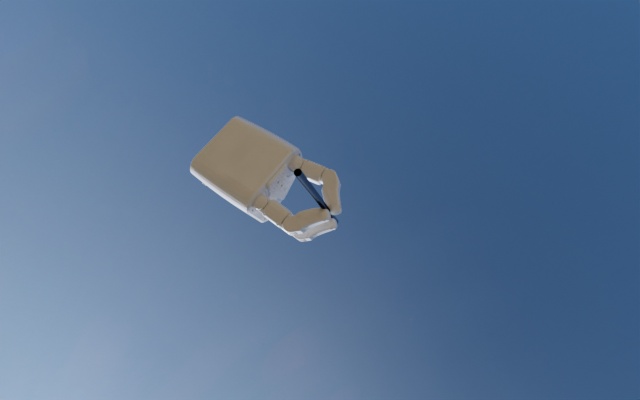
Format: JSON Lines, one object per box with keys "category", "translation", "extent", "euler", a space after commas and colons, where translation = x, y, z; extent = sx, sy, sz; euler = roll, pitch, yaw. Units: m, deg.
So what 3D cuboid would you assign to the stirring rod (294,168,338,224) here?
{"category": "stirring rod", "translation": [0.000, 0.002, 0.569], "extent": [0.011, 0.011, 0.239], "euler": [0, -14, 11]}
